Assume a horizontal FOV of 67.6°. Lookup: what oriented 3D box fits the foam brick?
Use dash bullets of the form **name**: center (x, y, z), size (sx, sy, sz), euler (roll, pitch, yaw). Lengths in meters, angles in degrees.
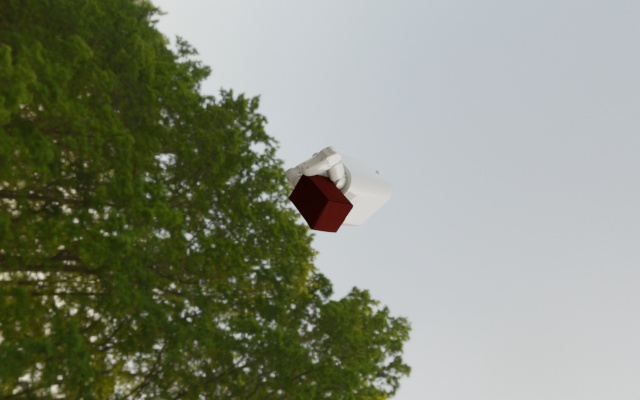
- **foam brick**: center (0.000, 0.003, 0.694), size (0.051, 0.053, 0.078), euler (13, 28, -41)
